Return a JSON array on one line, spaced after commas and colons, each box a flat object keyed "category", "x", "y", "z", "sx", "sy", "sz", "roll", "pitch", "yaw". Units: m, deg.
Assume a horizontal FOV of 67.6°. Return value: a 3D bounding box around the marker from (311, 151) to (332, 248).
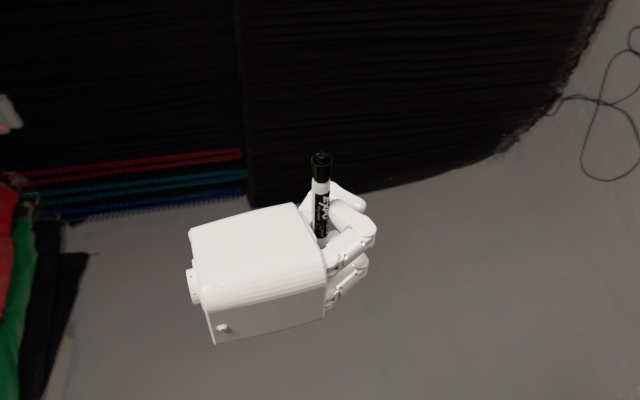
[{"category": "marker", "x": 0.000, "y": 0.001, "z": 0.461, "sx": 0.020, "sy": 0.020, "sz": 0.121, "roll": 0, "pitch": -43, "yaw": -2}]
